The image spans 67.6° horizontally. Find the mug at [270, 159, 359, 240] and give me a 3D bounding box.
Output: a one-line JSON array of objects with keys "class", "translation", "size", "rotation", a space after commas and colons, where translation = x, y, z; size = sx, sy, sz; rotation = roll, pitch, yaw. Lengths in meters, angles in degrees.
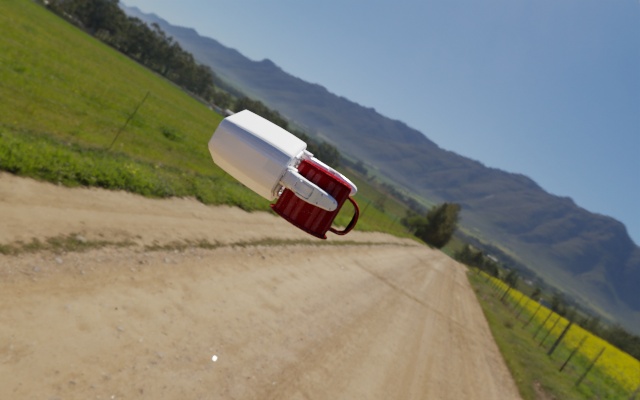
[{"class": "mug", "translation": [0.001, 0.003, 0.665], "size": [0.117, 0.081, 0.093], "rotation": [31, 5, -1]}]
